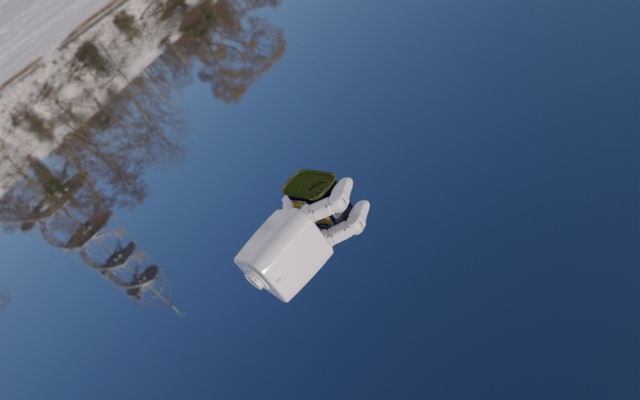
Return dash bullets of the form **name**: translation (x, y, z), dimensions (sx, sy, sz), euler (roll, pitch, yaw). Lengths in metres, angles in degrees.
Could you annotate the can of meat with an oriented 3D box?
- **can of meat**: translation (0.000, 0.003, 0.756), dimensions (0.102, 0.084, 0.057), euler (11, 54, 50)
